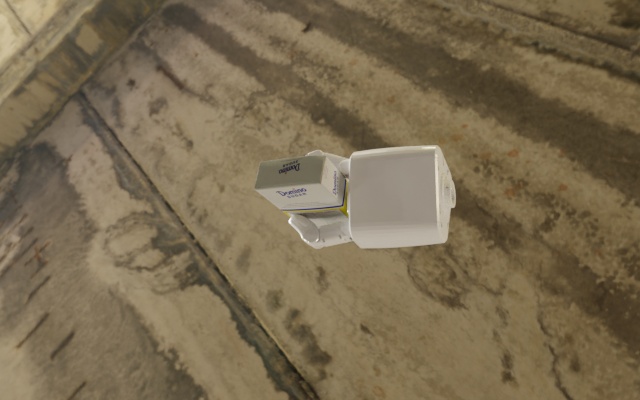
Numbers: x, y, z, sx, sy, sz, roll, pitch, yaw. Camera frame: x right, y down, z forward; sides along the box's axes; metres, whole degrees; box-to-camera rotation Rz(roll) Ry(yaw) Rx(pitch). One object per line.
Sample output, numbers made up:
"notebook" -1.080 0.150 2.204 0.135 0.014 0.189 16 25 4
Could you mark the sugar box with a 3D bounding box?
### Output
"sugar box" 0.000 0.002 0.628 0.093 0.048 0.176 -4 -28 26
